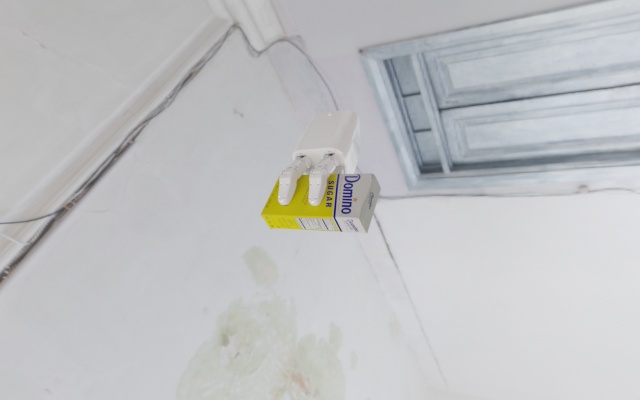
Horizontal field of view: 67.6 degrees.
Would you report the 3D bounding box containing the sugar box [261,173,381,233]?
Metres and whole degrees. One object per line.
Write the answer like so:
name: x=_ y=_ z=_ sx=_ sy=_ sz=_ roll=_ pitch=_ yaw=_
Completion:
sugar box: x=0.000 y=0.002 z=0.766 sx=0.176 sy=0.093 sz=0.048 roll=-2 pitch=-41 yaw=29
